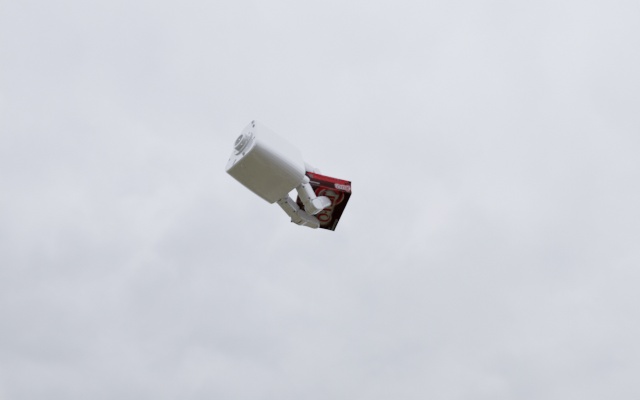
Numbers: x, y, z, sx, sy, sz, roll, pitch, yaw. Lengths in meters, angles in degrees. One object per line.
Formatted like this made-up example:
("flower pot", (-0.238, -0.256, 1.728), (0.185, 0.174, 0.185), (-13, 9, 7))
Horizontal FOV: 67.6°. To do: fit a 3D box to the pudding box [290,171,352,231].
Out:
("pudding box", (0.000, 0.003, 0.891), (0.090, 0.039, 0.114), (13, -43, -9))
